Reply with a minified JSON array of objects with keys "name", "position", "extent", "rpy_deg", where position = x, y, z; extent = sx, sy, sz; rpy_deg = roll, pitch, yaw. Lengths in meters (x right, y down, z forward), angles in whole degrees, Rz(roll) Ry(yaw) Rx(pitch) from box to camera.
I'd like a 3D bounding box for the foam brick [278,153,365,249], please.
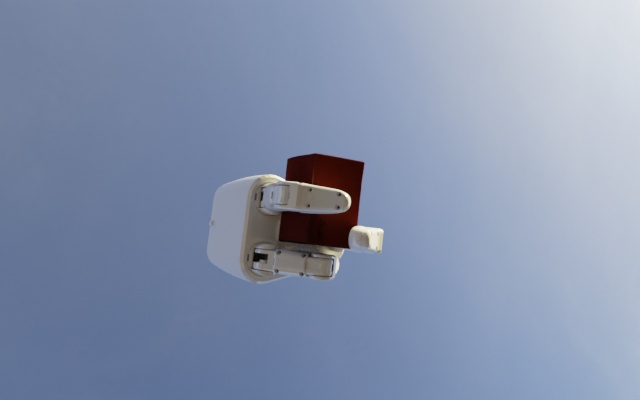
[{"name":"foam brick","position":[0.000,0.001,0.422],"extent":[0.053,0.078,0.051],"rpy_deg":[10,-5,-31]}]
